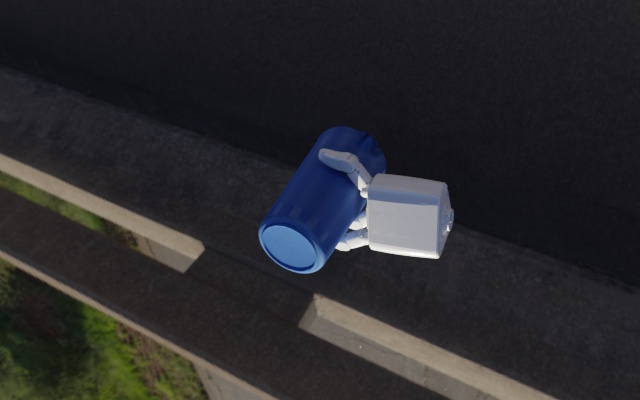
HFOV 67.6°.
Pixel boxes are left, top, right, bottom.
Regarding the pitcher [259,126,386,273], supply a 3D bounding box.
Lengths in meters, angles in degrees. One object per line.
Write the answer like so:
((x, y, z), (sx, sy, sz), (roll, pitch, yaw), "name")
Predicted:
((0.000, 0.002, 0.765), (0.145, 0.149, 0.242), (7, 40, 26), "pitcher")
